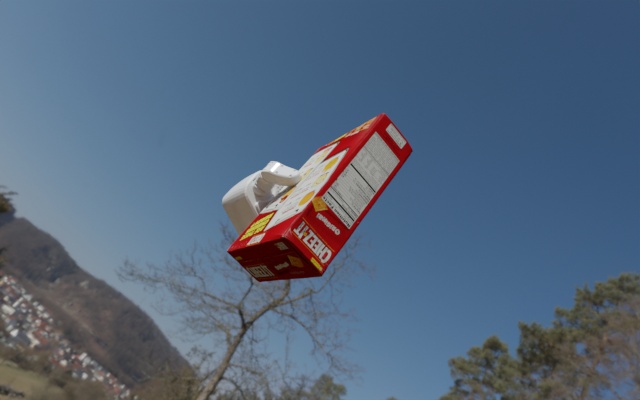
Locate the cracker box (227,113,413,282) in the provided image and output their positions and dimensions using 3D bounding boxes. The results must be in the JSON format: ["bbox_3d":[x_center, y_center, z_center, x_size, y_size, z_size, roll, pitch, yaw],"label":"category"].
[{"bbox_3d":[0.000,0.002,0.603,0.213,0.072,0.164,-51,16,-29],"label":"cracker box"}]
